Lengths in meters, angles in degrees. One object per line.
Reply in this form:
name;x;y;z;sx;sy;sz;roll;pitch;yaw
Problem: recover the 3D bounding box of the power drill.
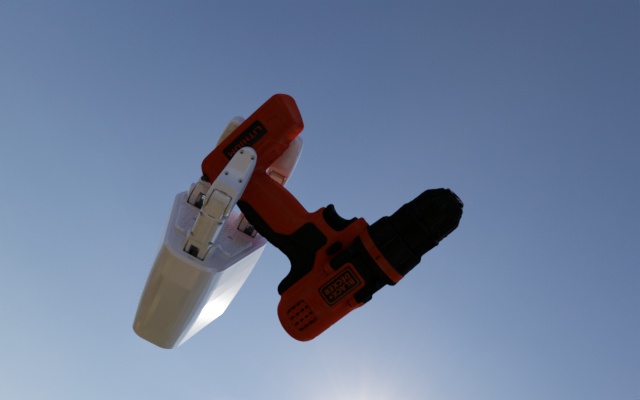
power drill;0.000;0.001;0.413;0.184;0.187;0.057;-39;-11;9
